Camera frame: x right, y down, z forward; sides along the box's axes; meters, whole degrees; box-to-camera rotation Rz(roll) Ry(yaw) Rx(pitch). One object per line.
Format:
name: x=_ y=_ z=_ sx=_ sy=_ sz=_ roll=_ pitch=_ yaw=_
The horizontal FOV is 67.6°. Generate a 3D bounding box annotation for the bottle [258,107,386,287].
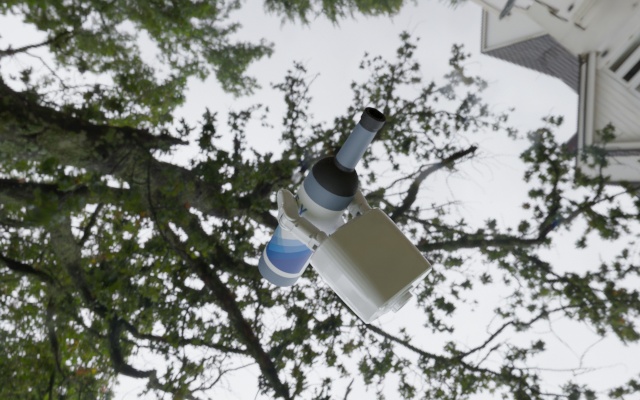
bottle: x=0.000 y=0.002 z=0.631 sx=0.069 sy=0.069 sz=0.296 roll=0 pitch=-43 yaw=-36
